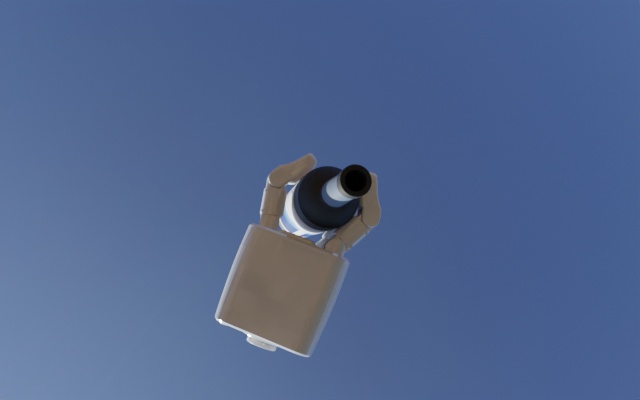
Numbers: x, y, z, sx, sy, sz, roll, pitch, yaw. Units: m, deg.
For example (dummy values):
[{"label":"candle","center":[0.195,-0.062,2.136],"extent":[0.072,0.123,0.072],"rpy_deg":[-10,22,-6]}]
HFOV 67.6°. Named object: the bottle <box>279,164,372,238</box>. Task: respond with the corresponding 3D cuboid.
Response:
[{"label":"bottle","center":[0.000,0.002,0.533],"extent":[0.069,0.069,0.296],"rpy_deg":[0,-7,-11]}]
